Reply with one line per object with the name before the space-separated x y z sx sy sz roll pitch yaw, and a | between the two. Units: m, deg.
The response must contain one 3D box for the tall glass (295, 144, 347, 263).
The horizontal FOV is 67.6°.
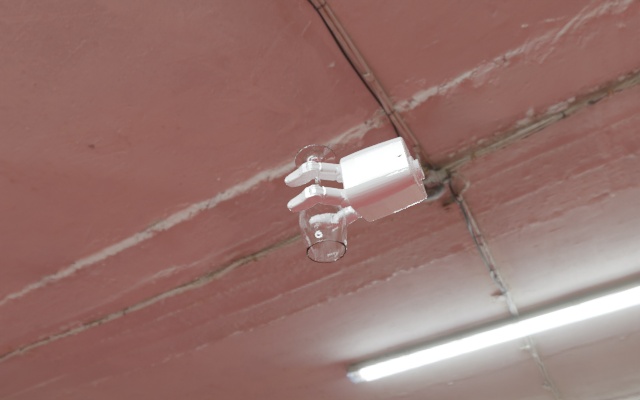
tall glass | 0.000 0.002 0.790 0.079 0.200 0.079 -4 -40 -3
